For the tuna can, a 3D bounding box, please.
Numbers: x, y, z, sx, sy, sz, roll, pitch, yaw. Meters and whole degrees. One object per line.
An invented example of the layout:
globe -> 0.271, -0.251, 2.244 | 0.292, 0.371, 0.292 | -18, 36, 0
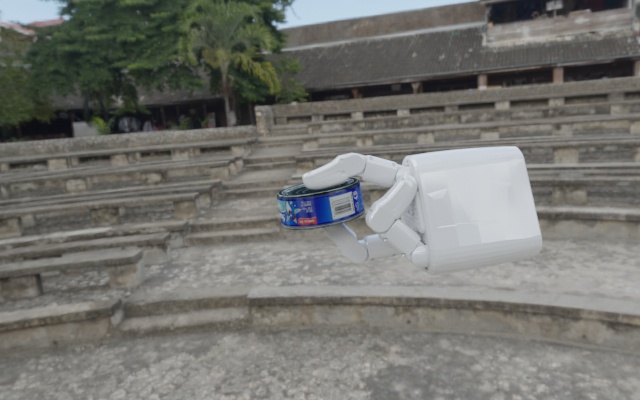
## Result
tuna can -> 0.000, 0.001, 0.480 | 0.086, 0.034, 0.086 | -10, 10, 2
